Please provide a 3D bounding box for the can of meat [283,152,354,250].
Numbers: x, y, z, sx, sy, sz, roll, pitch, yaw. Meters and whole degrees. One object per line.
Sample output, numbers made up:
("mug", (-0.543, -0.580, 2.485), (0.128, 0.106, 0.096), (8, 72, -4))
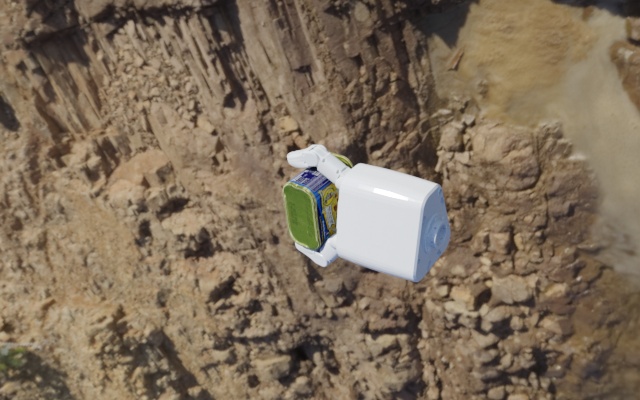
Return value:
("can of meat", (0.000, 0.002, 0.618), (0.057, 0.102, 0.084), (20, 43, 33))
